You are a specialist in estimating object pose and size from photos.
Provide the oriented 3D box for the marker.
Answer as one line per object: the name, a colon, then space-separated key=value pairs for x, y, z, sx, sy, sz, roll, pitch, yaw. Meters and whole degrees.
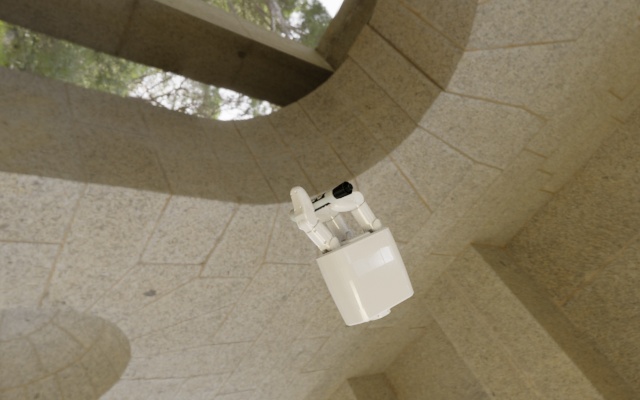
marker: x=0.000 y=0.002 z=0.660 sx=0.020 sy=0.020 sz=0.121 roll=0 pitch=-20 yaw=-44
